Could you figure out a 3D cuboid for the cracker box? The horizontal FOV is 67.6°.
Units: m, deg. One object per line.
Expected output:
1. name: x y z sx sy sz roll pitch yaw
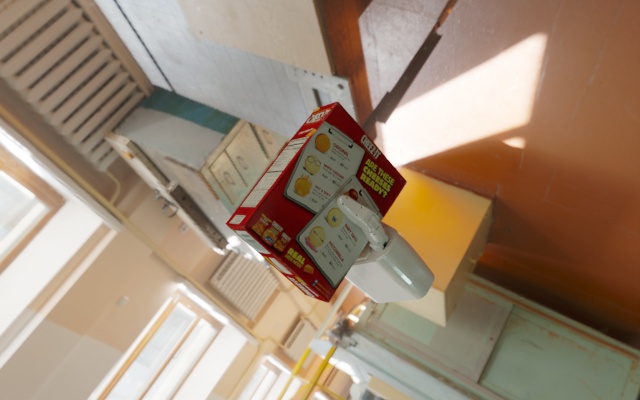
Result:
1. cracker box: 0.000 0.002 0.650 0.164 0.213 0.072 45 -22 -25
